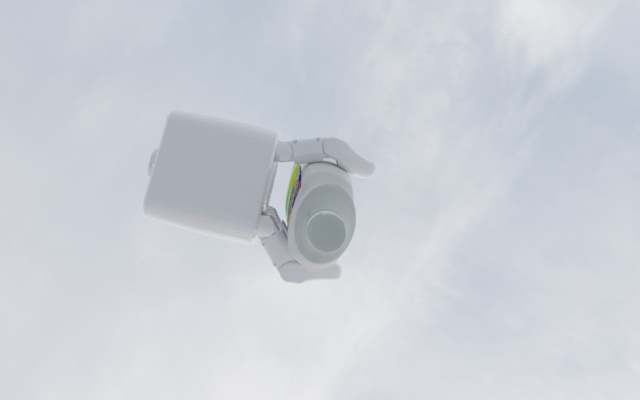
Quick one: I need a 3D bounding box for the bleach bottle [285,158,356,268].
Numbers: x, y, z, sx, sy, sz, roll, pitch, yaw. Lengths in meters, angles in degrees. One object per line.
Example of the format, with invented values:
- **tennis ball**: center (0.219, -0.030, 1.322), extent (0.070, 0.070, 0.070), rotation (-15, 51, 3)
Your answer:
- **bleach bottle**: center (0.000, 0.002, 0.475), extent (0.068, 0.102, 0.251), rotation (14, 6, -5)
